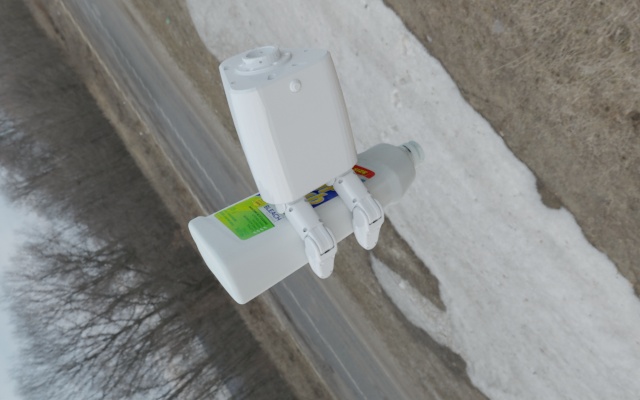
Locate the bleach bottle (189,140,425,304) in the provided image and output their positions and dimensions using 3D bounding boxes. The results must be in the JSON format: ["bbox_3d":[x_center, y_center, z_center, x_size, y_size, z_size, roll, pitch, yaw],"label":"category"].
[{"bbox_3d":[0.000,0.002,0.493,0.251,0.068,0.102,-30,36,-21],"label":"bleach bottle"}]
